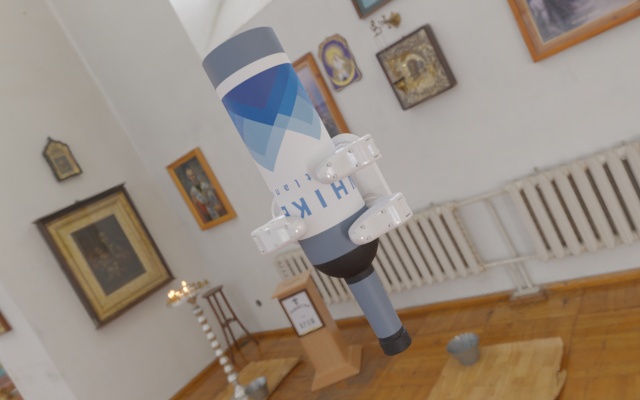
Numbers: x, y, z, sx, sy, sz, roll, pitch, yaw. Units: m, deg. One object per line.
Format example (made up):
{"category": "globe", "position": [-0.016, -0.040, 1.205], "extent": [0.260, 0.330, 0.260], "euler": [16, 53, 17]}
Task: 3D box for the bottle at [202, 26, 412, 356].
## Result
{"category": "bottle", "position": [0.000, 0.001, 0.412], "extent": [0.069, 0.296, 0.069], "euler": [-28, 5, 3]}
